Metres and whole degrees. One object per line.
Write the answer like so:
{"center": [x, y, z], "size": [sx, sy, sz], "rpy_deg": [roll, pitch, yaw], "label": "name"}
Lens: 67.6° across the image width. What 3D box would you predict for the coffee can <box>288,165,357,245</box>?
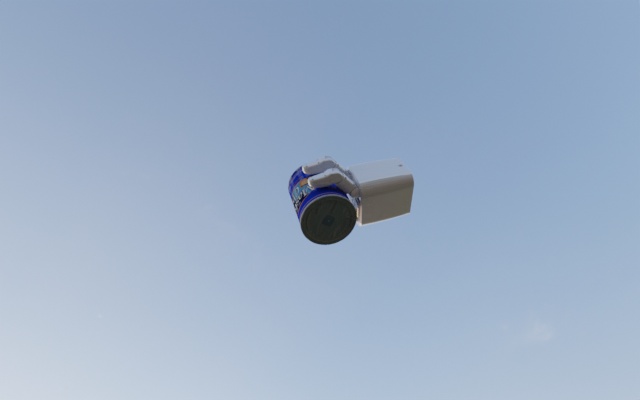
{"center": [0.000, 0.003, 0.900], "size": [0.103, 0.103, 0.140], "rpy_deg": [0, 29, -14], "label": "coffee can"}
